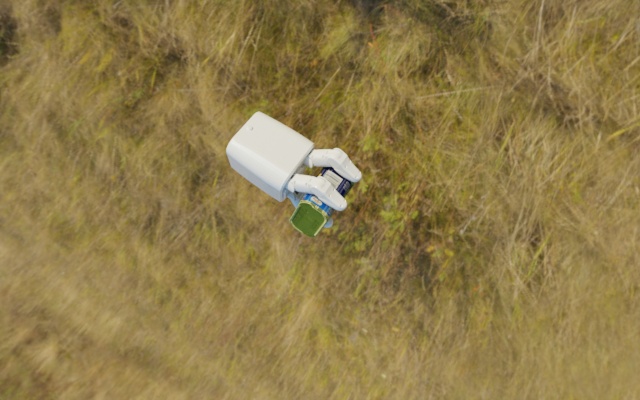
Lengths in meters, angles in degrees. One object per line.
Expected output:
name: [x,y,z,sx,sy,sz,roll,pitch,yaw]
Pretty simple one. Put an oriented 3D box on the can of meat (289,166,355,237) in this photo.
can of meat: [0.000,0.003,0.755,0.057,0.084,0.102,35,-30,1]
